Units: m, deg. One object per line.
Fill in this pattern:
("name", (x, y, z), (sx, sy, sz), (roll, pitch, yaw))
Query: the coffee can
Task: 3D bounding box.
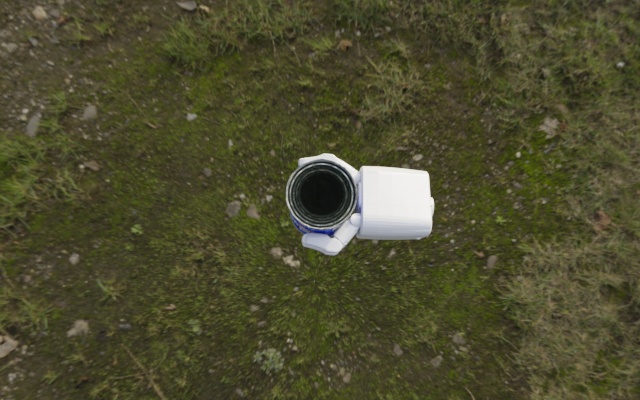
("coffee can", (0.000, 0.002, 0.743), (0.103, 0.103, 0.140), (0, -10, -1))
